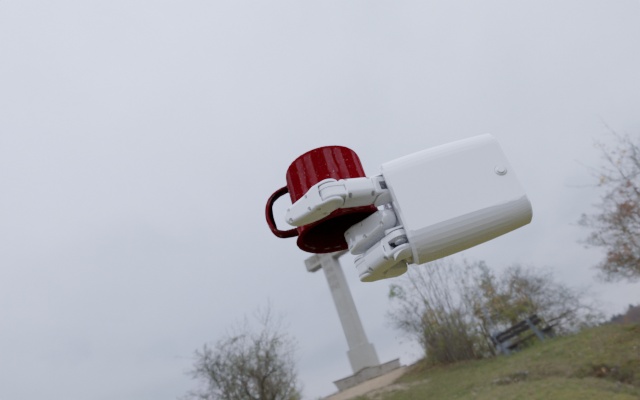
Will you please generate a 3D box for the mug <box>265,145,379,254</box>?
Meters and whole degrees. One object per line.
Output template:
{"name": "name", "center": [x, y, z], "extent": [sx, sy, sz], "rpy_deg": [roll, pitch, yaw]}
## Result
{"name": "mug", "center": [-0.001, 0.002, 0.489], "extent": [0.117, 0.081, 0.093], "rpy_deg": [-17, -27, 2]}
